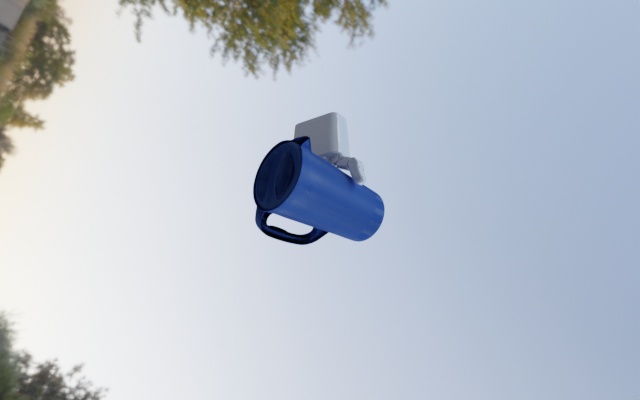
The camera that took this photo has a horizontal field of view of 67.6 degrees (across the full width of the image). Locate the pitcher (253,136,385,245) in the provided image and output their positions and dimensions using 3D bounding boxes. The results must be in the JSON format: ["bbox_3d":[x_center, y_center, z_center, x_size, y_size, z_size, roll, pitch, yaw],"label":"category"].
[{"bbox_3d":[0.000,0.003,0.890,0.243,0.145,0.149,25,-40,-38],"label":"pitcher"}]
